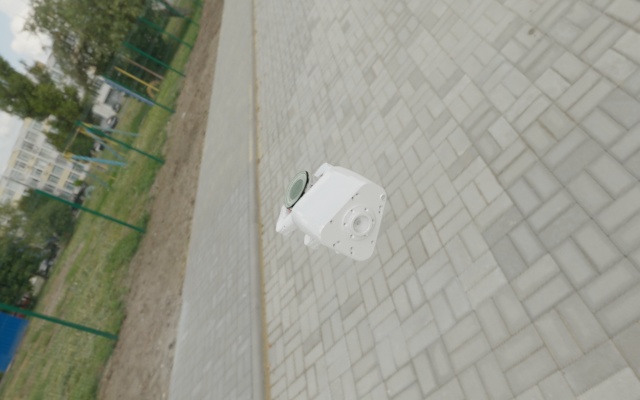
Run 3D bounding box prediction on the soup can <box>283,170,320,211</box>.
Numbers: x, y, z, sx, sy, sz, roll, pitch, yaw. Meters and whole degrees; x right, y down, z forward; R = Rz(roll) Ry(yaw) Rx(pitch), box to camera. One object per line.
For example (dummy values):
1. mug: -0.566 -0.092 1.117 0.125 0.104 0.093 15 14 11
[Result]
1. soup can: 0.000 0.002 0.766 0.102 0.068 0.068 27 -13 -26
